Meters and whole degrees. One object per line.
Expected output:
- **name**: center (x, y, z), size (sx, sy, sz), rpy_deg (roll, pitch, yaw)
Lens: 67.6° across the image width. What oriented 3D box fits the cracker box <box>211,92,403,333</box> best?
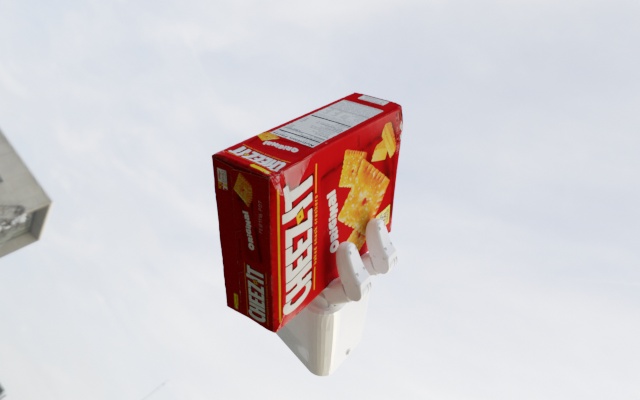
- **cracker box**: center (0.000, 0.001, 0.477), size (0.072, 0.164, 0.213), rpy_deg (21, 35, 30)
